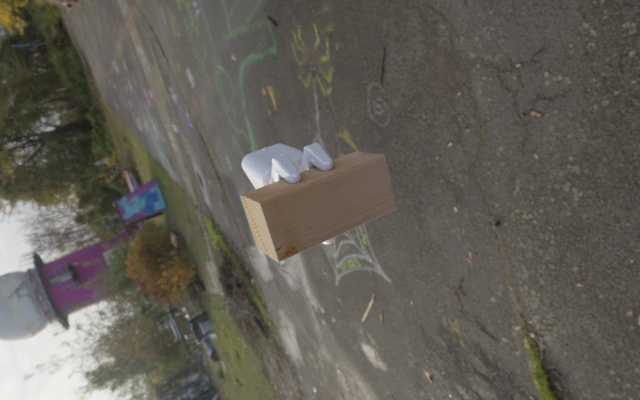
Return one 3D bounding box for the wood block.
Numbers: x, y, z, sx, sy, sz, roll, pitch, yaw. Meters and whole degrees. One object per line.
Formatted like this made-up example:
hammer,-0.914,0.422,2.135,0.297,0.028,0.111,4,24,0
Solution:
wood block,0.000,0.003,0.716,0.206,0.091,0.090,-23,18,-23
